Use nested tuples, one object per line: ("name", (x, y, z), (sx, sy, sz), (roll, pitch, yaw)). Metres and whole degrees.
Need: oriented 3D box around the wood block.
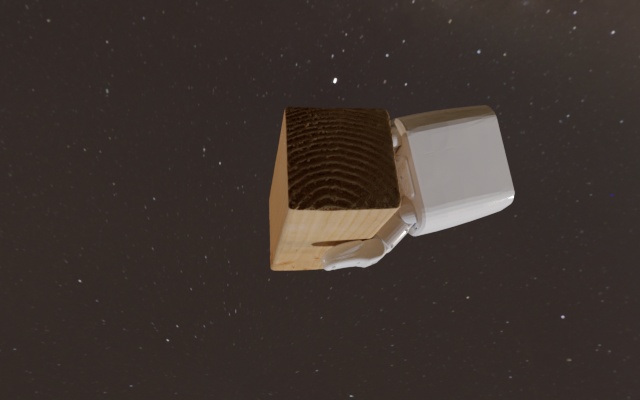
("wood block", (0.000, 0.002, 0.469), (0.090, 0.090, 0.206), (-1, -21, -10))
